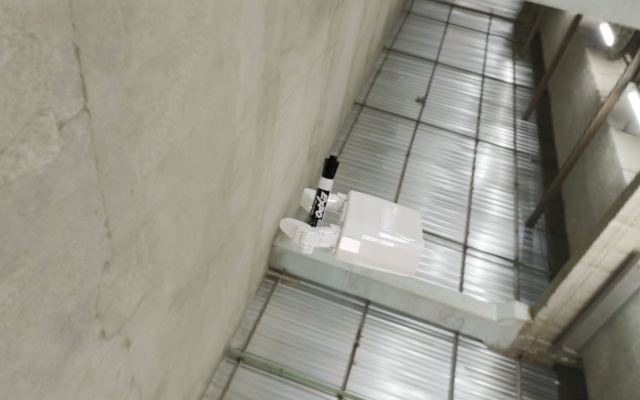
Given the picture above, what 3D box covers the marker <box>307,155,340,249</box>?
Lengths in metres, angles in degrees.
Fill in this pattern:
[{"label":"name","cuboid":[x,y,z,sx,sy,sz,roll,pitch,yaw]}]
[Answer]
[{"label":"marker","cuboid":[0.000,0.002,0.596,0.020,0.121,0.020,15,14,-4]}]
